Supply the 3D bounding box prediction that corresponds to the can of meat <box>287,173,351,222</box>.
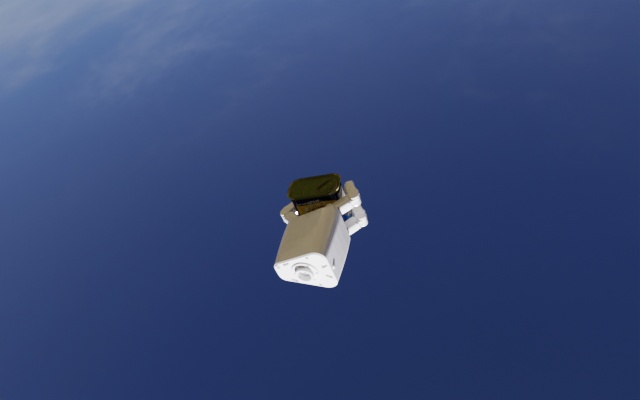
[{"bbox_3d":[0.000,0.003,0.897,0.102,0.084,0.057,-8,40,19],"label":"can of meat"}]
